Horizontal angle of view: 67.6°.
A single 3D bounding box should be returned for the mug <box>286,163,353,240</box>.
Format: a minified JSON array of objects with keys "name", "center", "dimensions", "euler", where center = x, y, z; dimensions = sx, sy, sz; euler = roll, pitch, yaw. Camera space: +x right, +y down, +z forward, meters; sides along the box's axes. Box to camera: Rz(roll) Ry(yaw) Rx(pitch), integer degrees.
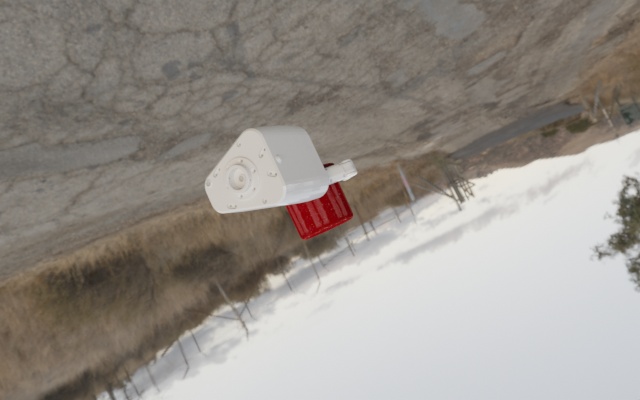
[{"name":"mug","center":[0.001,0.002,0.685],"dimensions":[0.093,0.081,0.117],"euler":[-28,-7,29]}]
